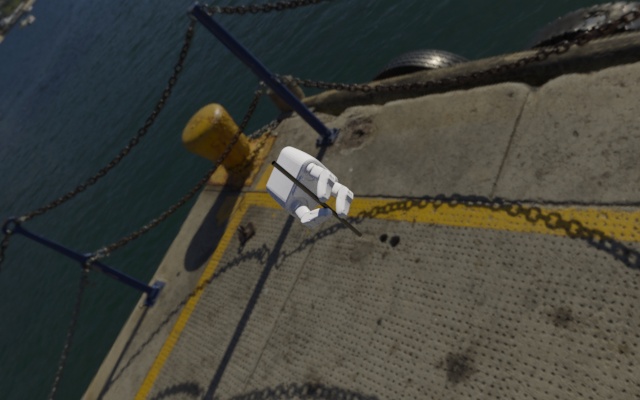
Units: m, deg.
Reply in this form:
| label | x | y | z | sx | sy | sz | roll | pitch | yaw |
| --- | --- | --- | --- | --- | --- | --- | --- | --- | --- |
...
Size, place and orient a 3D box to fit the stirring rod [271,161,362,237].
| label | x | y | z | sx | sy | sz | roll | pitch | yaw |
| --- | --- | --- | --- | --- | --- | --- | --- | --- | --- |
| stirring rod | 0.000 | 0.003 | 0.822 | 0.011 | 0.011 | 0.240 | 0 | -31 | 46 |
